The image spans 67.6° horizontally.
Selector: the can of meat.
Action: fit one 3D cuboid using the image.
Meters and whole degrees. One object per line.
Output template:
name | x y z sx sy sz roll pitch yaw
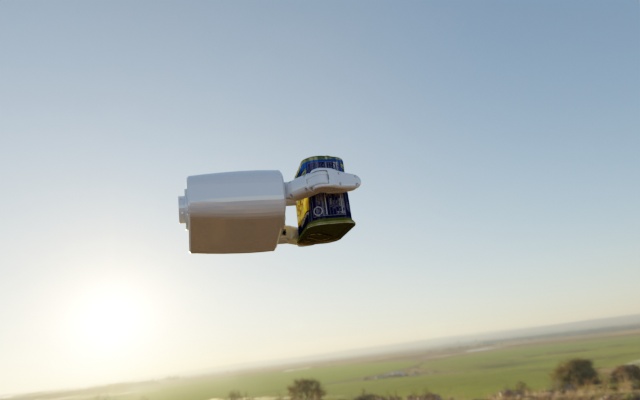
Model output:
can of meat | 0.000 0.002 0.583 0.057 0.084 0.102 -4 -17 -14
